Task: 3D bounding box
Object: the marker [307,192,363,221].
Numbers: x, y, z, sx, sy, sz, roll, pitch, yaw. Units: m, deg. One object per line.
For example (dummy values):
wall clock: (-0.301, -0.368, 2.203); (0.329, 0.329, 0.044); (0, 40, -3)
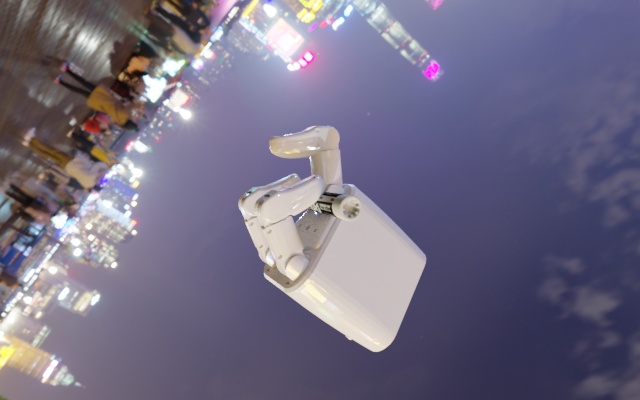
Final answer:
marker: (0.000, 0.001, 0.402); (0.020, 0.020, 0.121); (0, 4, -22)
